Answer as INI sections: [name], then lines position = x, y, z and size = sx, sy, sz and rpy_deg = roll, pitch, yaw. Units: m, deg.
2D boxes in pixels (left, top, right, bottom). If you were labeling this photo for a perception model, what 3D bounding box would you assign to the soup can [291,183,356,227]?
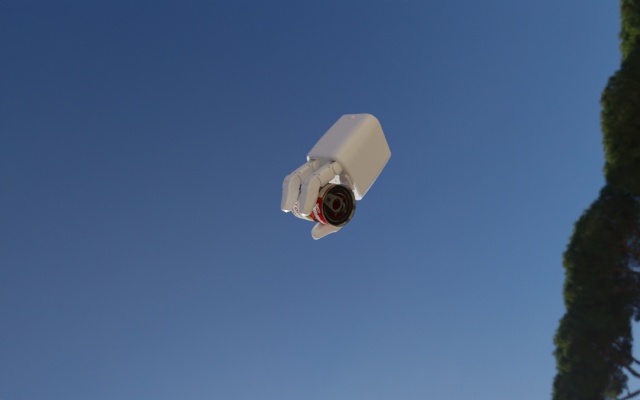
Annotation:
[soup can]
position = 0.000, 0.003, 0.788
size = 0.068, 0.068, 0.102
rpy_deg = 0, 6, -37
